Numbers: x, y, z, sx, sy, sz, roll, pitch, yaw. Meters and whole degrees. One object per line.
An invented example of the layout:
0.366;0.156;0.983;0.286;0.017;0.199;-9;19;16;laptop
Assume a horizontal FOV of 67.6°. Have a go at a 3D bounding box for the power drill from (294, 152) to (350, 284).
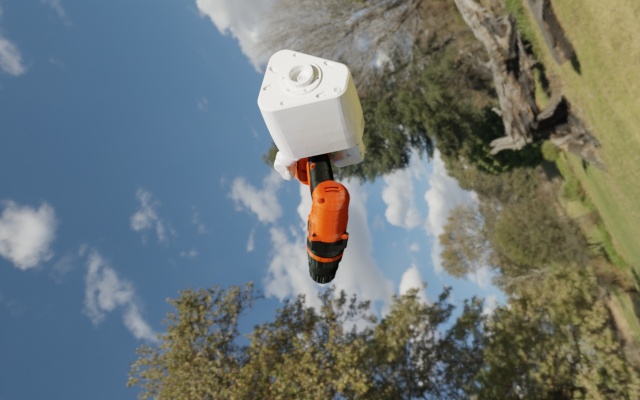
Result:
0.000;0.002;0.680;0.057;0.187;0.185;-3;-44;-10;power drill
